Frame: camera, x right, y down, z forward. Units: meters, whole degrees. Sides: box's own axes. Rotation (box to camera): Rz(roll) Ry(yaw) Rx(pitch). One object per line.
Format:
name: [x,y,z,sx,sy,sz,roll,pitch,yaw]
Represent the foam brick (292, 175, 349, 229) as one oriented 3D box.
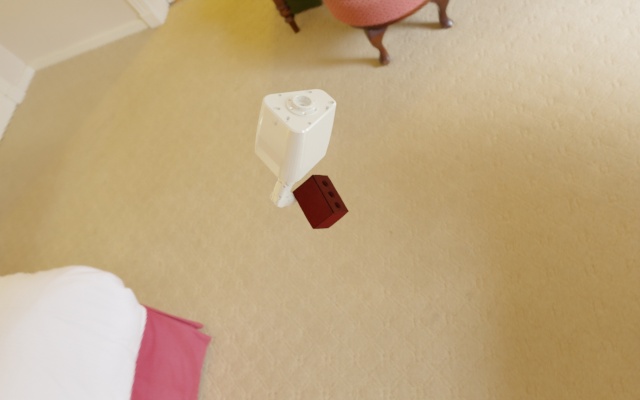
foam brick: [0.000,0.003,0.806,0.051,0.078,0.053,-38,-18,25]
